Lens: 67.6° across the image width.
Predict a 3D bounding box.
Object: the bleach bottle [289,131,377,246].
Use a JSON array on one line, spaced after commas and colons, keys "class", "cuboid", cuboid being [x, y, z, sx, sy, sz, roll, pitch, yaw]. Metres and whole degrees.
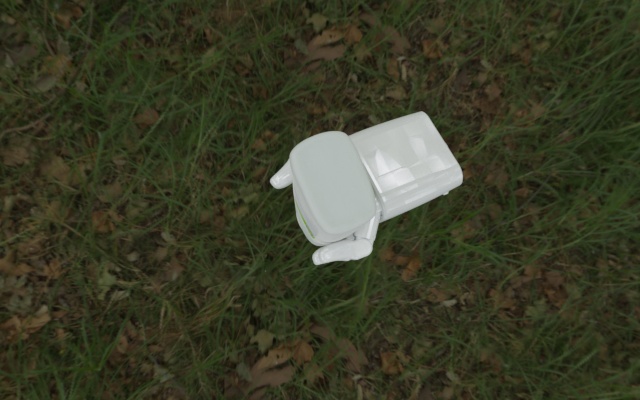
[{"class": "bleach bottle", "cuboid": [0.000, 0.002, 0.574, 0.068, 0.102, 0.251, -22, -5, -9]}]
